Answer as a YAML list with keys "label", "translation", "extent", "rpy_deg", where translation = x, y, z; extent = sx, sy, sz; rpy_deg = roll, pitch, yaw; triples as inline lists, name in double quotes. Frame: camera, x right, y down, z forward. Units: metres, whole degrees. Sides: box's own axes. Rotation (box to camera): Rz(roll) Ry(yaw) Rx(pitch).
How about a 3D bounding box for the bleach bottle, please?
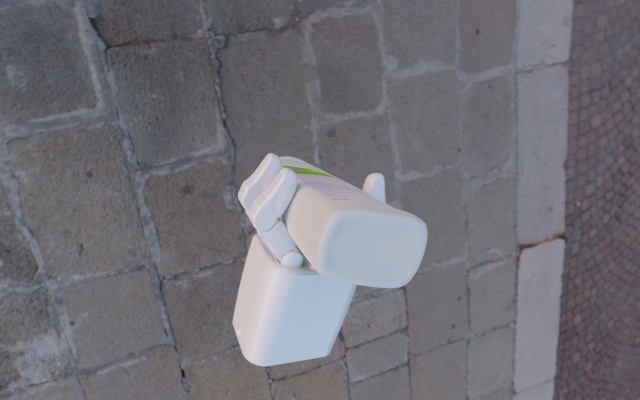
- label: "bleach bottle"
  translation: [0.000, 0.002, 0.493]
  extent: [0.102, 0.068, 0.250]
  rpy_deg: [11, 14, -24]
